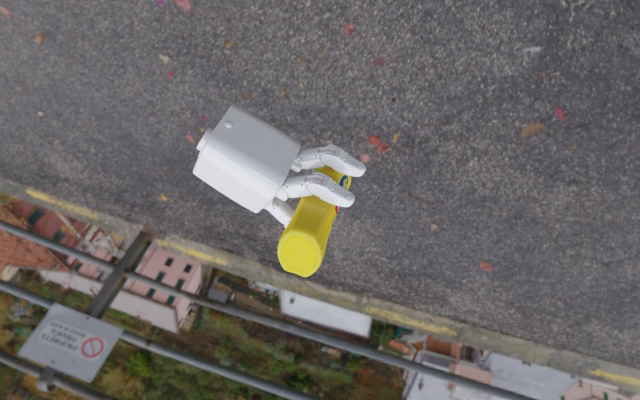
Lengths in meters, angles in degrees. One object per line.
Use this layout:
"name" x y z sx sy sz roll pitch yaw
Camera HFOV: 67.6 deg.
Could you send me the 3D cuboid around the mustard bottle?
"mustard bottle" 0.000 0.002 0.648 0.058 0.191 0.096 17 -40 6
